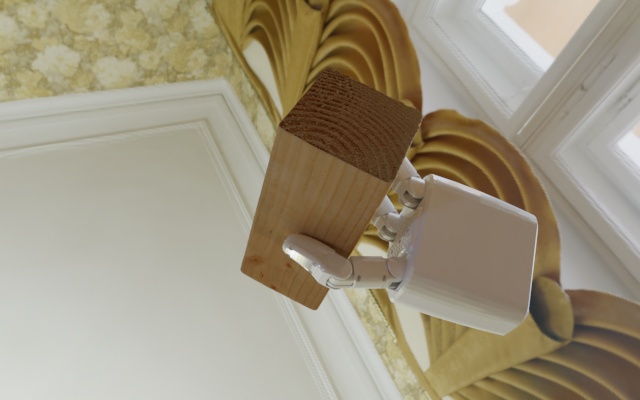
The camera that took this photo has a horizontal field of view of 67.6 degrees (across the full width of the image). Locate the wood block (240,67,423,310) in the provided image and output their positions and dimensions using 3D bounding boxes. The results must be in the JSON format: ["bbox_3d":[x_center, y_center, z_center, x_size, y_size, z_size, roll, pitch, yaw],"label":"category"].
[{"bbox_3d":[0.000,0.002,0.429,0.090,0.090,0.206,27,-41,4],"label":"wood block"}]
